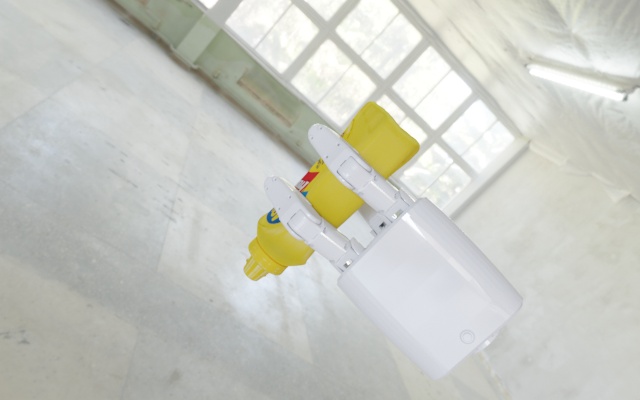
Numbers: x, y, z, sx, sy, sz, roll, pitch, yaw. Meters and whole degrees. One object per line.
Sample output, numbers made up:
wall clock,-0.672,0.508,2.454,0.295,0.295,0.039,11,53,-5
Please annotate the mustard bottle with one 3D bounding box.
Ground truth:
mustard bottle,0.000,0.001,0.422,0.058,0.191,0.096,41,12,-12
